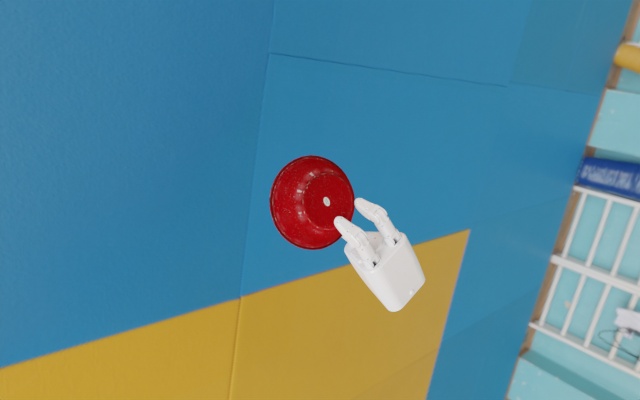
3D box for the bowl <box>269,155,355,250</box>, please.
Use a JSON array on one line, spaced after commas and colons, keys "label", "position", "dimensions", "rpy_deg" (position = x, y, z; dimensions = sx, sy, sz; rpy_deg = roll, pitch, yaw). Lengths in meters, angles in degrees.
[{"label": "bowl", "position": [-0.001, 0.002, 0.789], "dimensions": [0.162, 0.162, 0.055], "rpy_deg": [0, -2, -27]}]
